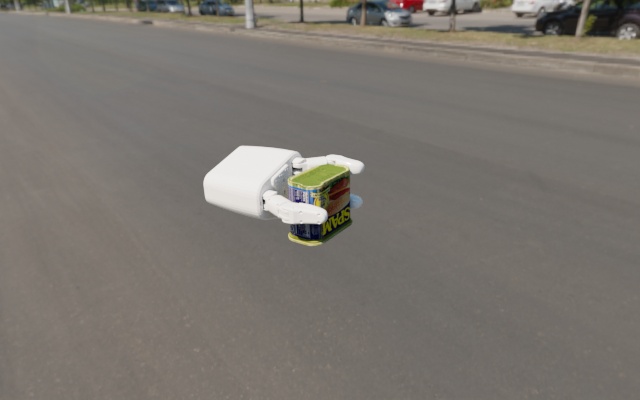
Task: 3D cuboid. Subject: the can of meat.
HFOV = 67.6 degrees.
[{"bbox_3d":[0.000,0.002,0.655,0.057,0.084,0.102,13,26,33],"label":"can of meat"}]
